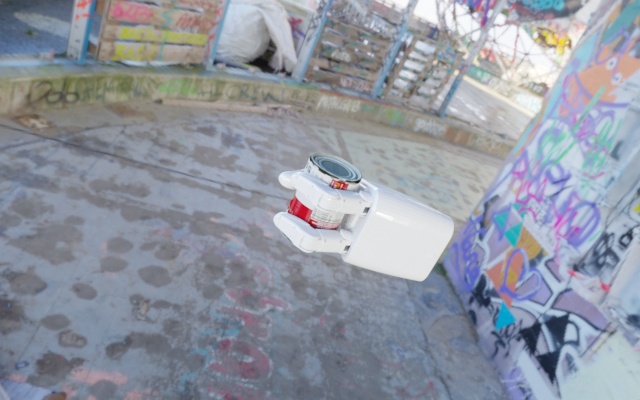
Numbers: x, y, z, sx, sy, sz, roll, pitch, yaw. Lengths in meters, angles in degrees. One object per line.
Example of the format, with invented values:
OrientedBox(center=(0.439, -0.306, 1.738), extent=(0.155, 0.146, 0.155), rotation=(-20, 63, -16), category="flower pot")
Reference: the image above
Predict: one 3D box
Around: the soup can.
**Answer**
OrientedBox(center=(0.000, 0.001, 0.574), extent=(0.068, 0.102, 0.068), rotation=(20, 25, -10), category="soup can")
